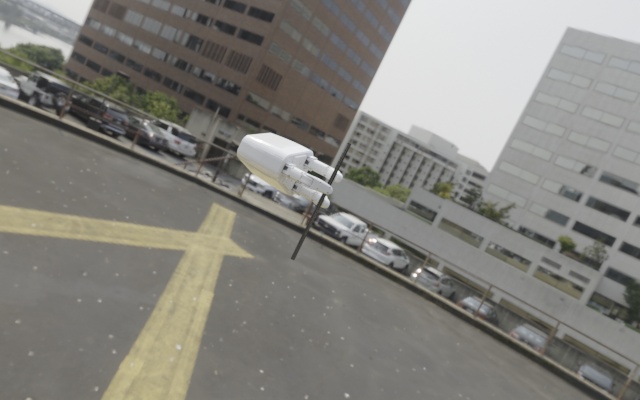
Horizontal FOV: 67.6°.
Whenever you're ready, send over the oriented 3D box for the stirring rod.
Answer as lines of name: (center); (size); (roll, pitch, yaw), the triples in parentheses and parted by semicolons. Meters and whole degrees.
stirring rod: (0.000, 0.003, 0.884); (0.011, 0.239, 0.011); (26, 6, -3)
